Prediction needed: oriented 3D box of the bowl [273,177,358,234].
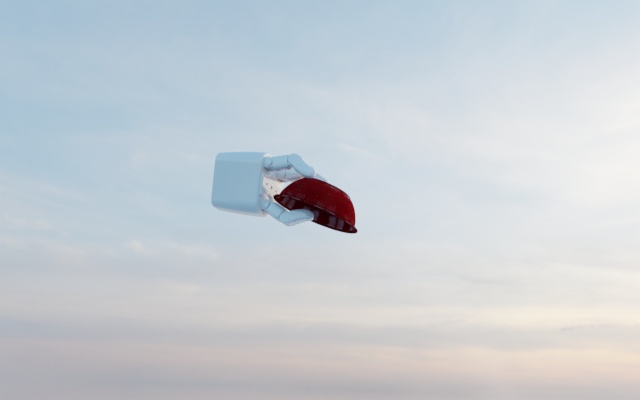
[{"bbox_3d":[0.002,0.003,0.849,0.162,0.055,0.162,23,-11,5],"label":"bowl"}]
